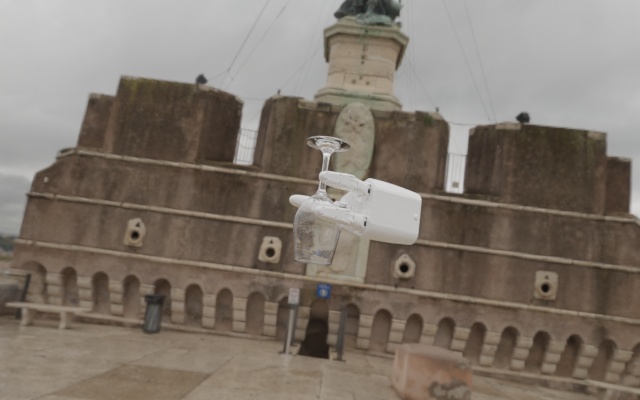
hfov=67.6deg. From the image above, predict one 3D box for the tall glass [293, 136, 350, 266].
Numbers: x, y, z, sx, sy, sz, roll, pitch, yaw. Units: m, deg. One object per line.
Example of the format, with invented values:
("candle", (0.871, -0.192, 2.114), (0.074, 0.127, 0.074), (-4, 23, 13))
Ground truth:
("tall glass", (0.000, 0.002, 0.777), (0.079, 0.201, 0.079), (8, -10, 1))
